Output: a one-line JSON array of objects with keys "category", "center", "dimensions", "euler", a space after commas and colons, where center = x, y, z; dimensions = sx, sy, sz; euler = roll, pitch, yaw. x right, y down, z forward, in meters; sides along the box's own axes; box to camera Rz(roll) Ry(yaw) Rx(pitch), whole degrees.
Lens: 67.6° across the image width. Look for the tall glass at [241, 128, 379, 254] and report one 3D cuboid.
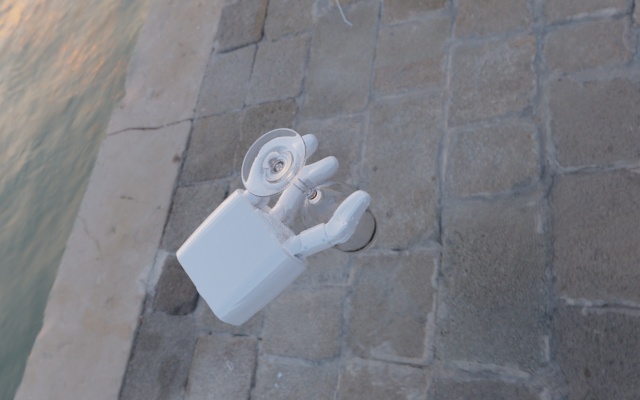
[{"category": "tall glass", "center": [0.000, 0.001, 0.538], "dimensions": [0.079, 0.079, 0.201], "euler": [0, -23, 31]}]
